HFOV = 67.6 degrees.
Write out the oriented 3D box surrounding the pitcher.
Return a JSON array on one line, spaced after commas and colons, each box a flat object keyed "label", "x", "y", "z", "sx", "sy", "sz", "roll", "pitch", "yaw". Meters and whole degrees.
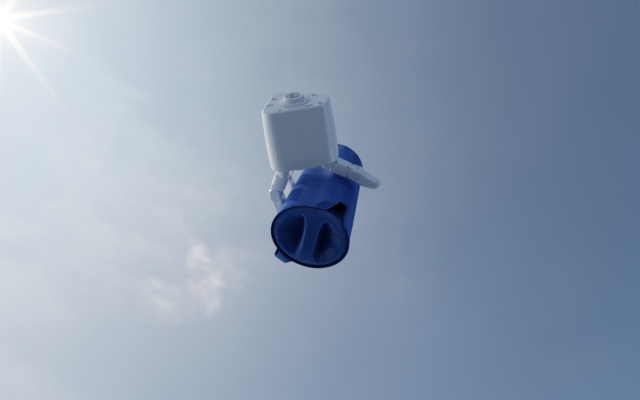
[{"label": "pitcher", "x": 0.000, "y": 0.003, "z": 0.874, "sx": 0.149, "sy": 0.145, "sz": 0.242, "roll": 1, "pitch": 35, "yaw": 15}]
